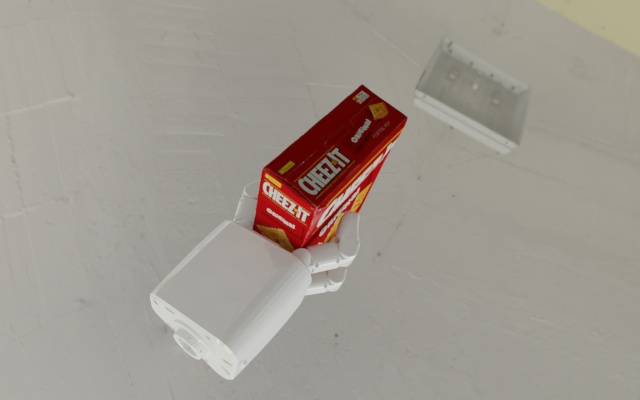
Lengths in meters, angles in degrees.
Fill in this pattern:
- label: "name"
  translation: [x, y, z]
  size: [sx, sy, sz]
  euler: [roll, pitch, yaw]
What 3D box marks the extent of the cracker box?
- label: "cracker box"
  translation: [0.000, 0.002, 0.537]
  size: [0.072, 0.164, 0.214]
  euler: [37, -34, 11]
